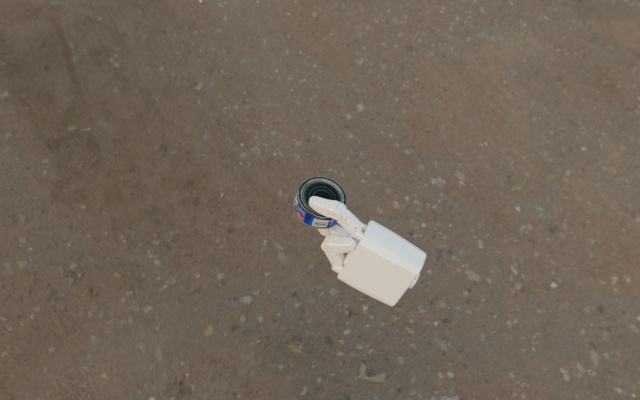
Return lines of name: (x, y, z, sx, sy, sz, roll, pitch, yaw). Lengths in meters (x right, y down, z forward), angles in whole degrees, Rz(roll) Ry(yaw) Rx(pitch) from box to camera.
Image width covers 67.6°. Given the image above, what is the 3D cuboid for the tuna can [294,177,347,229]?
tuna can: (0.000, 0.002, 0.794, 0.086, 0.086, 0.034, 0, -33, -15)
